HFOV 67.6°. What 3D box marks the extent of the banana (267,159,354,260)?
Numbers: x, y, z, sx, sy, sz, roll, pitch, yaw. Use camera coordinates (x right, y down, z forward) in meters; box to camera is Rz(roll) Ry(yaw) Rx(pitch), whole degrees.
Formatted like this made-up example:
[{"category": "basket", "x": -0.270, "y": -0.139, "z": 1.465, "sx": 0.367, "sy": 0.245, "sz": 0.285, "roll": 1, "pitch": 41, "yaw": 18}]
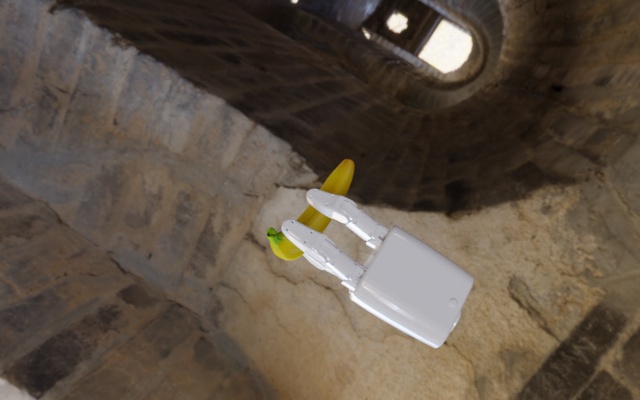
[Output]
[{"category": "banana", "x": -0.007, "y": 0.017, "z": 0.587, "sx": 0.037, "sy": 0.070, "sz": 0.197, "roll": 30, "pitch": 40, "yaw": 11}]
